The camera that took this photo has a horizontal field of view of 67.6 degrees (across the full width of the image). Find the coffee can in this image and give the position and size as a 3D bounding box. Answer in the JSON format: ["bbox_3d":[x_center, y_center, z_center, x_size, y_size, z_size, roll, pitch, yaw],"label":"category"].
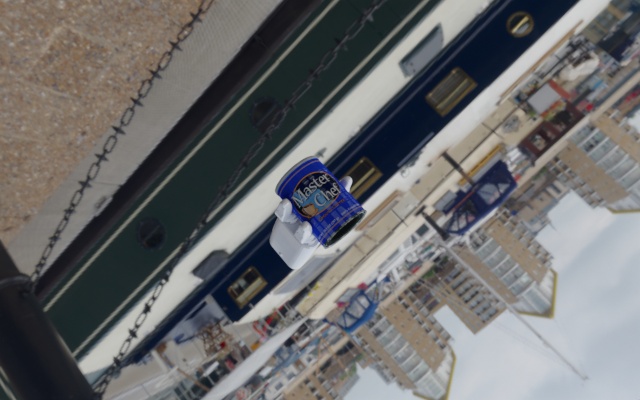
[{"bbox_3d":[0.000,0.003,0.870,0.103,0.140,0.103,-39,-14,-12],"label":"coffee can"}]
